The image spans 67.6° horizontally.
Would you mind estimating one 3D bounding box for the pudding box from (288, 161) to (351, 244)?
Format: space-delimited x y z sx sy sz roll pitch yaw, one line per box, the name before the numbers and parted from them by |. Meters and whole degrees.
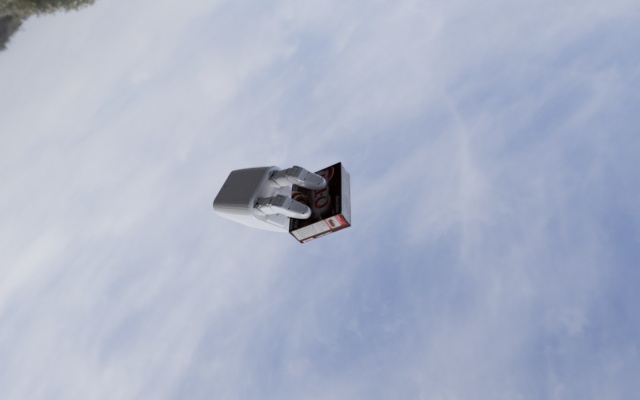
pudding box | 0.000 0.003 0.732 0.090 0.113 0.039 -22 -46 22
